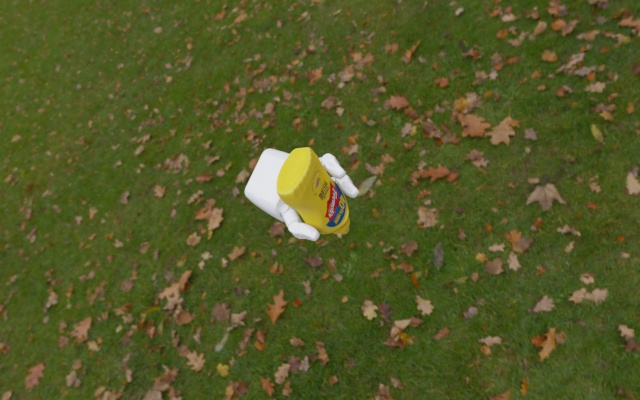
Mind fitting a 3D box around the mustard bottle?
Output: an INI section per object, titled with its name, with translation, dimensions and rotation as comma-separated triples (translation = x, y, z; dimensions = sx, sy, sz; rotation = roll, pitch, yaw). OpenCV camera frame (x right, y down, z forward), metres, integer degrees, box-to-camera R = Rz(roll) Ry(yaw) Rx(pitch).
[mustard bottle]
translation = 0.000, 0.003, 0.821
dimensions = 0.058, 0.096, 0.192
rotation = -3, -35, 32
